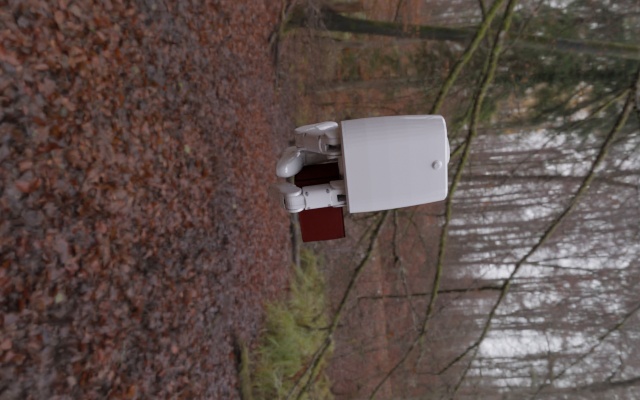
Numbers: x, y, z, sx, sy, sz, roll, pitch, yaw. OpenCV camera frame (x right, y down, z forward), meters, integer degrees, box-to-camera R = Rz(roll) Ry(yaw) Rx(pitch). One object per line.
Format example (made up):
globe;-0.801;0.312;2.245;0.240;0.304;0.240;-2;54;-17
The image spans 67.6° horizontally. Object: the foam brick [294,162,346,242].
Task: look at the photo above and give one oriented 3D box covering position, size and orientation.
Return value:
foam brick;0.000;0.002;0.552;0.051;0.078;0.053;-6;23;1
